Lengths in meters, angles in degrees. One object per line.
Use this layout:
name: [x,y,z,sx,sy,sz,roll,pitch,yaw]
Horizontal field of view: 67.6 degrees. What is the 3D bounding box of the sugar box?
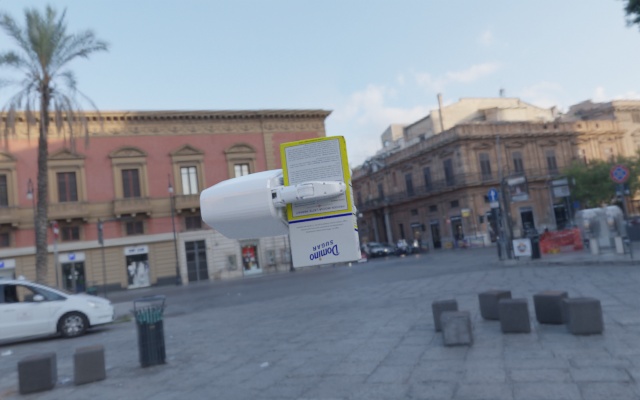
sugar box: [0.000,0.002,0.671,0.093,0.176,0.048,-8,-5,10]
